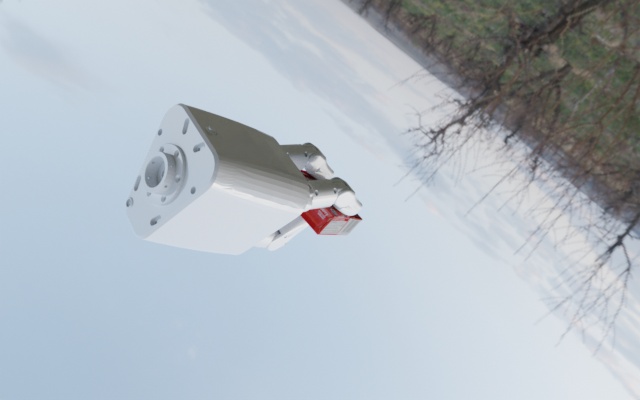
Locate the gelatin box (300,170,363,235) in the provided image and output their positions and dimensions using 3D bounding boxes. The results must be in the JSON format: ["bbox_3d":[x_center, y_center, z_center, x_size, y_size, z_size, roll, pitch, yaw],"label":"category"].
[{"bbox_3d":[0.000,0.002,0.516,0.030,0.073,0.089,-46,-20,14],"label":"gelatin box"}]
